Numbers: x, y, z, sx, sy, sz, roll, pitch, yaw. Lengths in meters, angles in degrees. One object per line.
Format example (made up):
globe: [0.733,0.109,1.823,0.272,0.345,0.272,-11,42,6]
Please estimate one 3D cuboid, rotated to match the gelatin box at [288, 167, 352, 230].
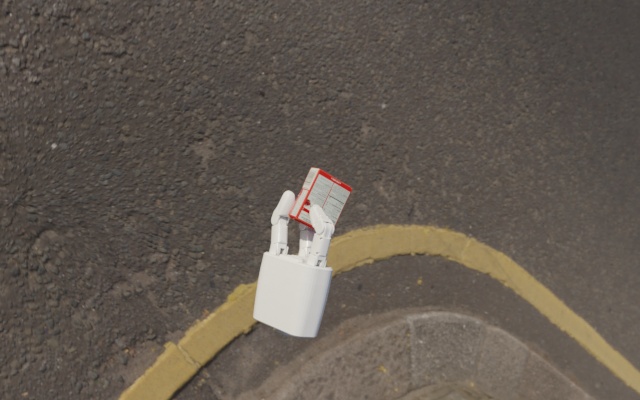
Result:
gelatin box: [0.000,0.002,0.762,0.073,0.089,0.030,28,-5,-32]
